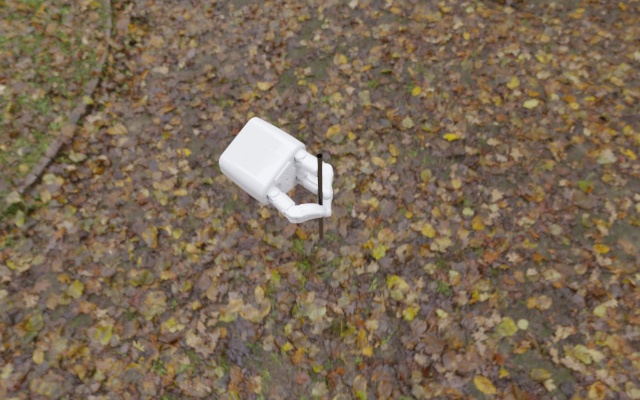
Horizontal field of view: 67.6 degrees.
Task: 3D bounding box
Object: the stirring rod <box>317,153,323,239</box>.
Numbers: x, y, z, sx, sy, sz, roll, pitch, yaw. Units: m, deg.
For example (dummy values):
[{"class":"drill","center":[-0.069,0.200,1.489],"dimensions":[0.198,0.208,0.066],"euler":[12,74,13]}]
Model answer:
[{"class":"stirring rod","center":[0.000,0.003,0.753],"dimensions":[0.011,0.011,0.240],"euler":[0,-32,1]}]
